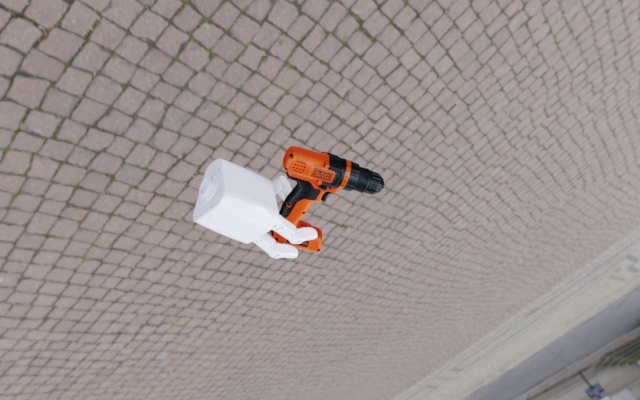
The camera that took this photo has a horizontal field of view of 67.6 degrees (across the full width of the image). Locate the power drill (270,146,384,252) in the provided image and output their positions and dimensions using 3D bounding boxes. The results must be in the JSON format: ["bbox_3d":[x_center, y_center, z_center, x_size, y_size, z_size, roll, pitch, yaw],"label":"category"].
[{"bbox_3d":[0.000,0.003,0.853,0.184,0.188,0.057,17,30,-15],"label":"power drill"}]
